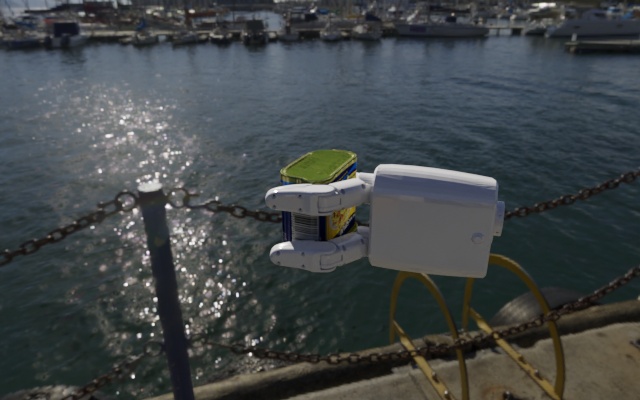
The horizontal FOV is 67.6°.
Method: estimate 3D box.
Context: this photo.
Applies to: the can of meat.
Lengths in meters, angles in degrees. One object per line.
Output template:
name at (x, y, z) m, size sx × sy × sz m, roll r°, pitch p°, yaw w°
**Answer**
can of meat at (0.000, 0.001, 0.477) m, size 0.057 × 0.084 × 0.102 m, roll 9°, pitch 25°, yaw 21°
